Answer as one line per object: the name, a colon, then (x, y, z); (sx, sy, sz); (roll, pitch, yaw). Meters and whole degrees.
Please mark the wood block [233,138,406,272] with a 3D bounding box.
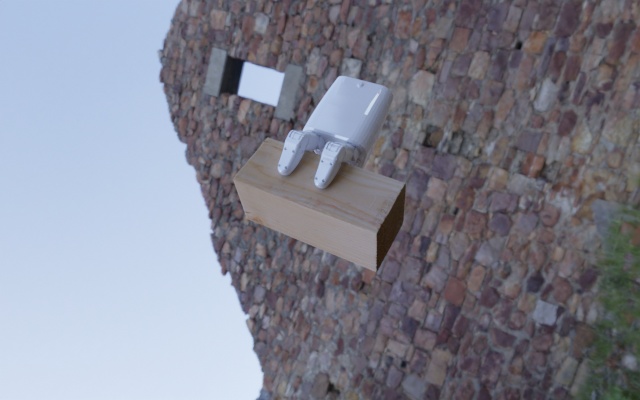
wood block: (0.000, 0.002, 0.641); (0.206, 0.090, 0.091); (20, -33, 22)
